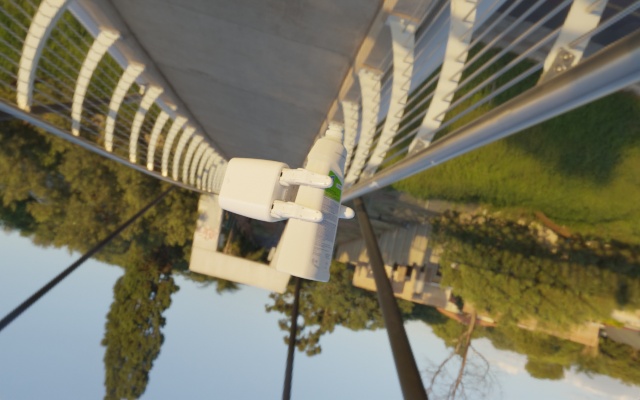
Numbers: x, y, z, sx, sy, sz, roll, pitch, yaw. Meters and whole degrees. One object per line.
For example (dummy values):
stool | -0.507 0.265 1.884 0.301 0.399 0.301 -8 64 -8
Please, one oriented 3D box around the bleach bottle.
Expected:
bleach bottle | 0.000 0.003 0.788 0.068 0.251 0.102 10 -8 28
